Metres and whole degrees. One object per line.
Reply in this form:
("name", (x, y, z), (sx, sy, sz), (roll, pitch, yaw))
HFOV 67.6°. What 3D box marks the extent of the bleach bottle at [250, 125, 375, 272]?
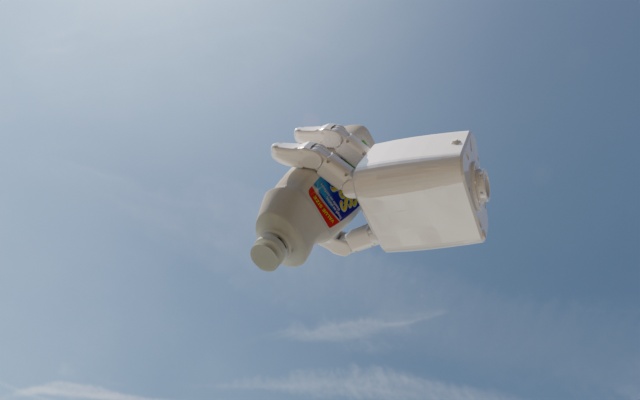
("bleach bottle", (0.000, 0.002, 0.527), (0.068, 0.103, 0.250), (-8, 23, 29))
